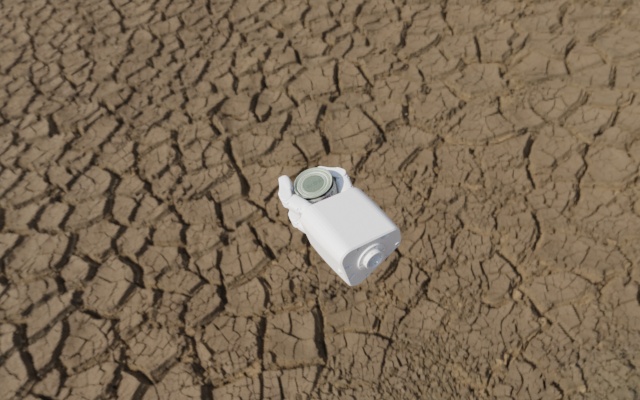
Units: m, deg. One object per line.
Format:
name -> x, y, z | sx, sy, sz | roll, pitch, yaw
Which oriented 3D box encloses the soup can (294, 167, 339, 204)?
soup can -> 0.000, 0.002, 0.797 | 0.068, 0.068, 0.102 | 0, -38, 18
